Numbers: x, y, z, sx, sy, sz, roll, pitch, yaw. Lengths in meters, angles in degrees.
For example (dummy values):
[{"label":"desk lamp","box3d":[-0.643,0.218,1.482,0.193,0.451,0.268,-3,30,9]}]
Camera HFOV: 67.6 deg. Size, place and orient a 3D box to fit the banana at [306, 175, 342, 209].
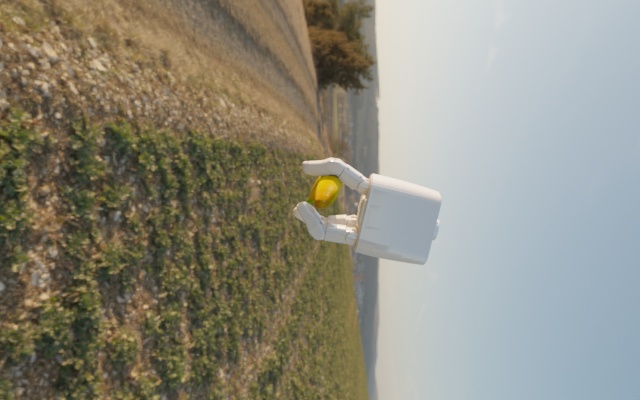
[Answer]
[{"label":"banana","box3d":[0.008,-0.014,0.734,0.037,0.069,0.198,26,-5,-4]}]
